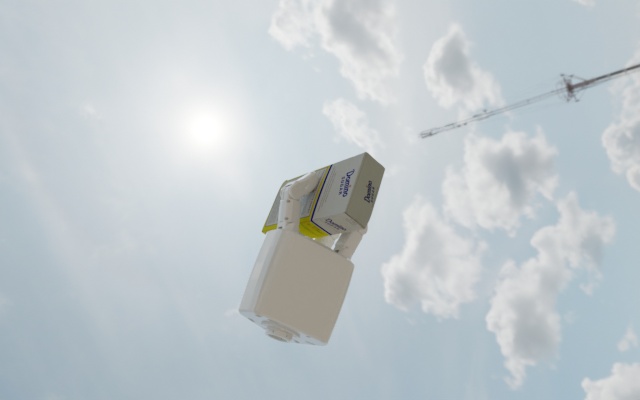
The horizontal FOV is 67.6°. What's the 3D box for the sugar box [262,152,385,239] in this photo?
[{"bbox_3d":[0.000,0.003,0.637,0.048,0.093,0.176,38,-31,-31],"label":"sugar box"}]
